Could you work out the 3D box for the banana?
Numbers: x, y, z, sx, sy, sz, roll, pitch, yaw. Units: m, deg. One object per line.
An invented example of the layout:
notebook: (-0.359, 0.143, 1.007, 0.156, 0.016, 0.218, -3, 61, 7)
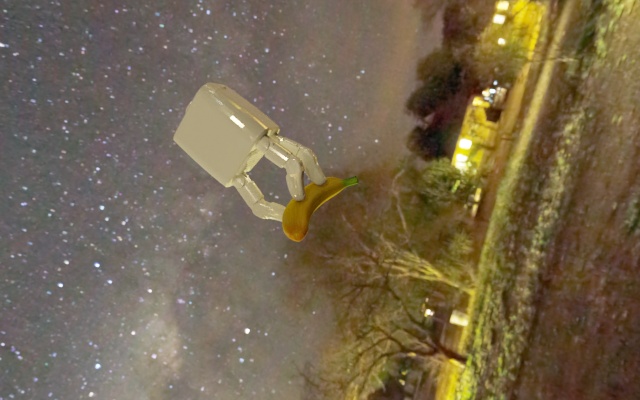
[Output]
banana: (-0.013, 0.005, 0.678, 0.069, 0.037, 0.197, -16, 17, 33)
